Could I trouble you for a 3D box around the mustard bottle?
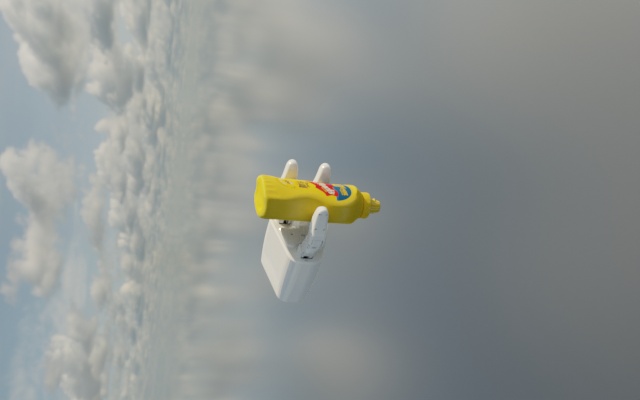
[{"bbox_3d":[0.000,0.002,0.725,0.191,0.058,0.096,6,17,-17],"label":"mustard bottle"}]
